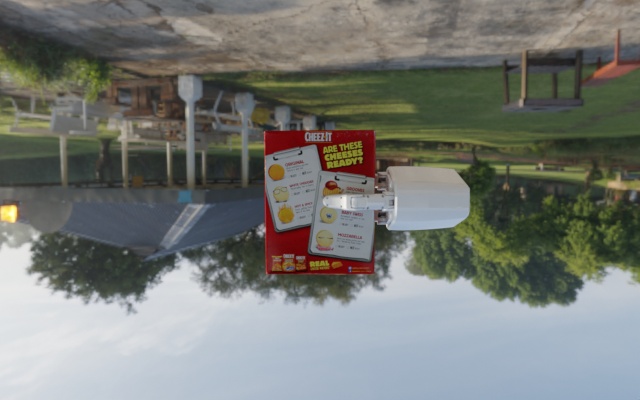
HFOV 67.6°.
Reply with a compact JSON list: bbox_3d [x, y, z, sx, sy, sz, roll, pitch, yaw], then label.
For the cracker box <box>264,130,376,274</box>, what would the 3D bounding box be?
[{"bbox_3d":[0.000,0.003,0.728,0.164,0.214,0.072,0,4,0],"label":"cracker box"}]
